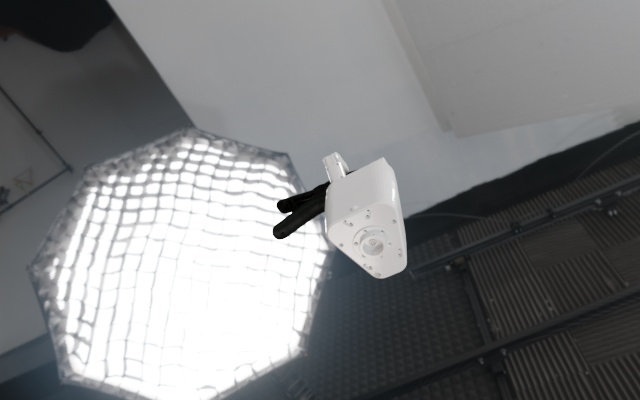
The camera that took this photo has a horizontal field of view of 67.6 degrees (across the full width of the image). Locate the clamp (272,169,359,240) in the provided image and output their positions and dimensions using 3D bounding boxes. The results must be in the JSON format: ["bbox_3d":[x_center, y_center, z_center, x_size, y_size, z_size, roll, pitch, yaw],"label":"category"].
[{"bbox_3d":[0.001,0.003,0.709,0.171,0.039,0.120,-25,25,17],"label":"clamp"}]
